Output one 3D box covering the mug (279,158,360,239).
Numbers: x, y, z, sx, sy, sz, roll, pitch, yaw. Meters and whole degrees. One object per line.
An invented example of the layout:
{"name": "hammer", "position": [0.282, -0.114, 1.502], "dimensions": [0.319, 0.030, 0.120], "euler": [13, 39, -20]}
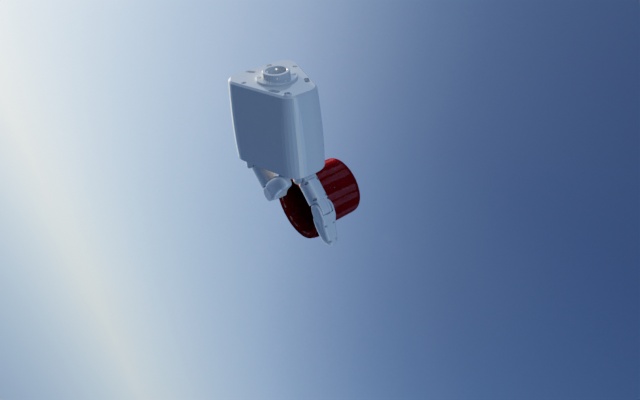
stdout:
{"name": "mug", "position": [0.000, 0.003, 0.657], "dimensions": [0.081, 0.117, 0.093], "euler": [-27, 43, -26]}
